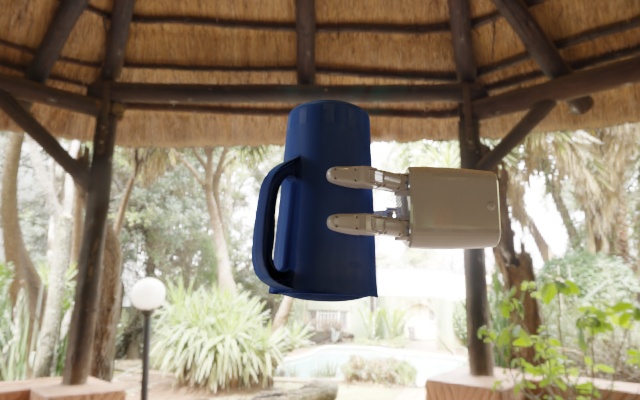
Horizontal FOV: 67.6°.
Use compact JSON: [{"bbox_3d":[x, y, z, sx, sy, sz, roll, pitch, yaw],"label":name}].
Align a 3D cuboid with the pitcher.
[{"bbox_3d":[0.000,0.002,0.594,0.145,0.242,0.149,1,-12,1],"label":"pitcher"}]
